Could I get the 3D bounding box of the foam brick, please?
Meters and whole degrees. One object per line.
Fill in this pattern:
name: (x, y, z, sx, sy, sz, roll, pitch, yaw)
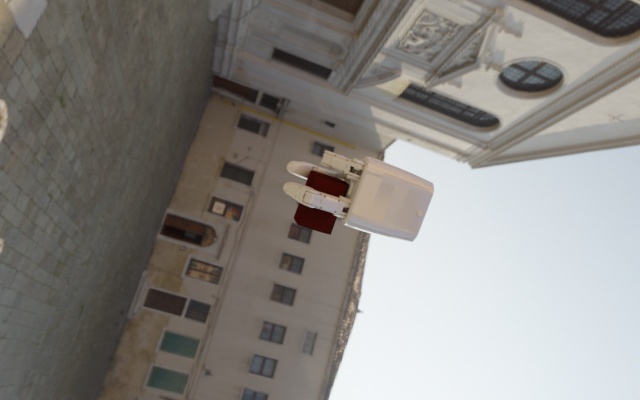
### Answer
foam brick: (0.000, 0.002, 0.682, 0.051, 0.078, 0.053, 18, 7, -12)
